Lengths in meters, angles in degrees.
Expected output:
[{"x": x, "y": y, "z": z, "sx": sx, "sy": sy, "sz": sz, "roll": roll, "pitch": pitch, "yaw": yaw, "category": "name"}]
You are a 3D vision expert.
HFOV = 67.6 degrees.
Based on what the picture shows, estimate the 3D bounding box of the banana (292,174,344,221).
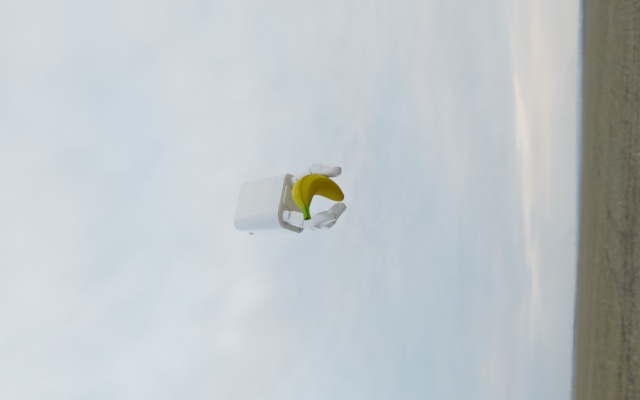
[{"x": -0.007, "y": -0.014, "z": 0.843, "sx": 0.037, "sy": 0.069, "sz": 0.197, "roll": -15, "pitch": 4, "yaw": 23, "category": "banana"}]
